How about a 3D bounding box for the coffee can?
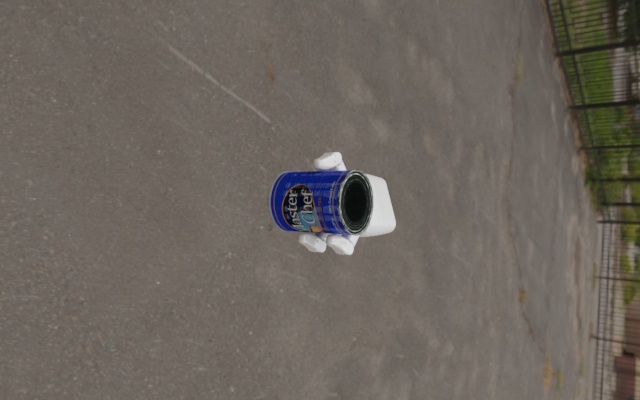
[{"bbox_3d":[0.000,0.002,0.773,0.140,0.103,0.103,1,0,36],"label":"coffee can"}]
